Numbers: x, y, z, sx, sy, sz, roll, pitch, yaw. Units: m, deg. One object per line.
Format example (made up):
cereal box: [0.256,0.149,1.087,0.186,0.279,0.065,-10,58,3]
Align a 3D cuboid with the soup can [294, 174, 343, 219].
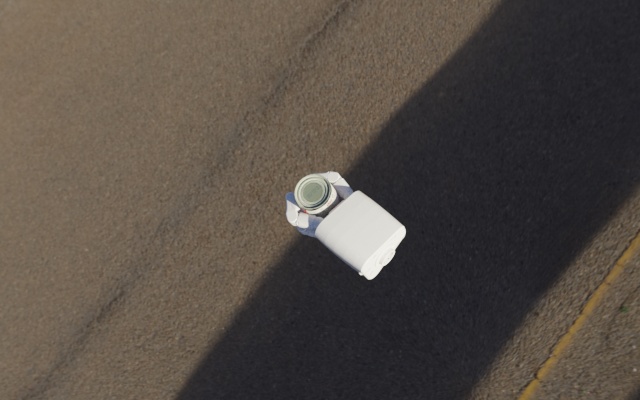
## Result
soup can: [0.000,0.002,0.846,0.068,0.068,0.102,0,-20,18]
